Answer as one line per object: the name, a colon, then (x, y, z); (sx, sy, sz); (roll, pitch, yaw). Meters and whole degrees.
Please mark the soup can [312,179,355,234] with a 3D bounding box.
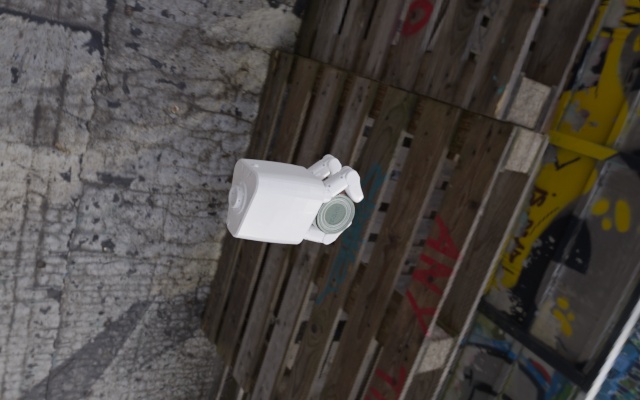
soup can: (0.001, 0.003, 0.752); (0.068, 0.068, 0.102); (0, 22, -30)
